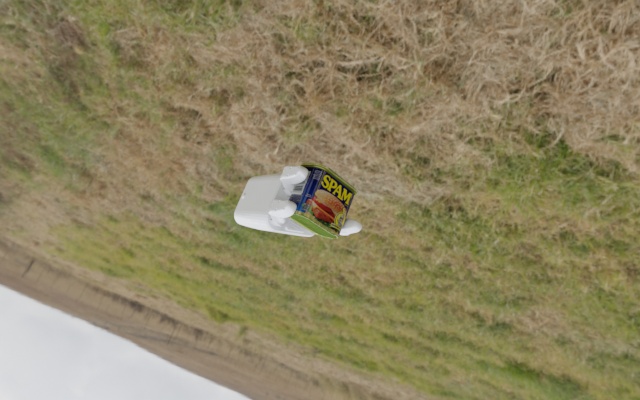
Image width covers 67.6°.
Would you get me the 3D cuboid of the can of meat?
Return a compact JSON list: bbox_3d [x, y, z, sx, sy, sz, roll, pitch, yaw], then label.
[{"bbox_3d":[0.000,0.003,0.731,0.057,0.084,0.102,5,-23,46],"label":"can of meat"}]
